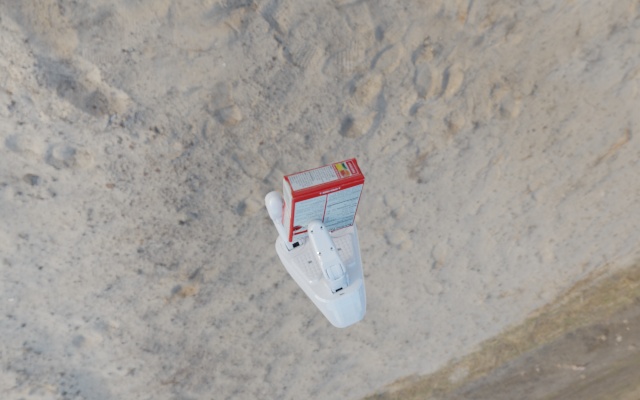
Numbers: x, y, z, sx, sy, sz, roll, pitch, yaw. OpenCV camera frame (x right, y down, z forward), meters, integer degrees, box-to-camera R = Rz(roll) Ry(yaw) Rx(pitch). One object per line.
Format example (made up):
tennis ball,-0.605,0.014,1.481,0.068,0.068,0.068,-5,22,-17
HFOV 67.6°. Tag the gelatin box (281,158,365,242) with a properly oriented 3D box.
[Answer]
gelatin box,0.000,0.002,0.475,0.073,0.030,0.089,-15,-30,-15
